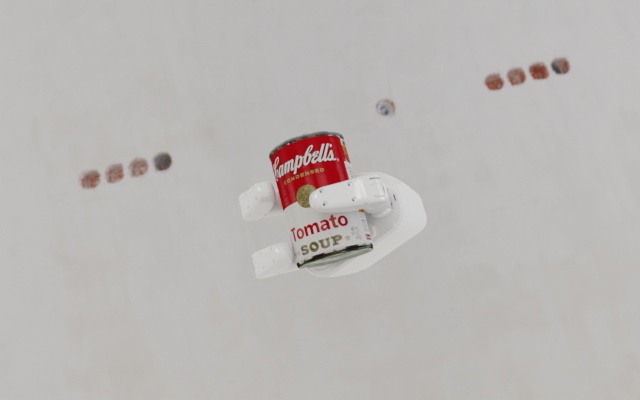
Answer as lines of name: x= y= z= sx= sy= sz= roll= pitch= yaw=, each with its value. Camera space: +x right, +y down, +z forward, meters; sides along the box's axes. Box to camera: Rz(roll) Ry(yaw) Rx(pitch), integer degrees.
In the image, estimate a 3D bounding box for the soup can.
soup can: x=0.000 y=0.002 z=0.408 sx=0.068 sy=0.102 sz=0.068 roll=-14 pitch=-13 yaw=-3
